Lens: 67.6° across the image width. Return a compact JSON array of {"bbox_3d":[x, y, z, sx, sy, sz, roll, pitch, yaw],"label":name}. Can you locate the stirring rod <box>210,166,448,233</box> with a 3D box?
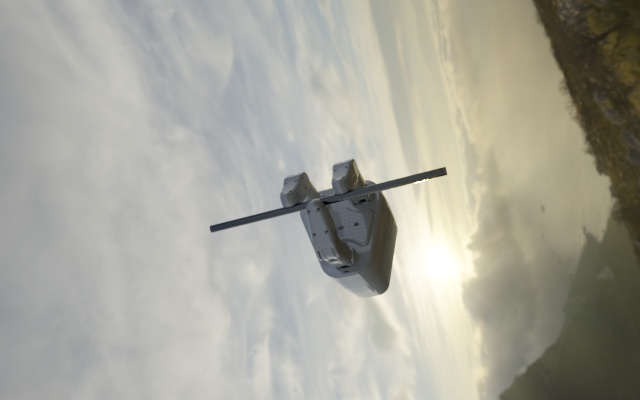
[{"bbox_3d":[0.000,0.002,0.458,0.239,0.011,0.011,-14,-4,16],"label":"stirring rod"}]
